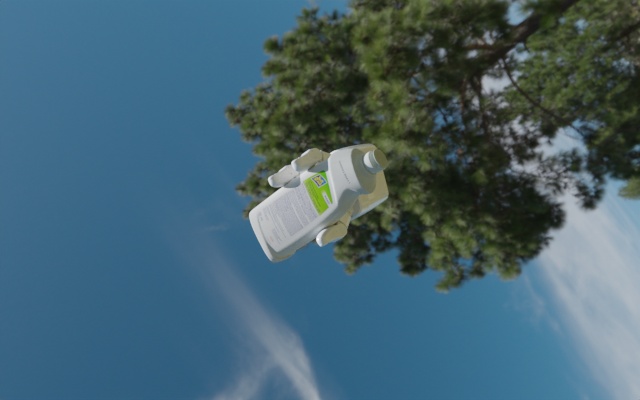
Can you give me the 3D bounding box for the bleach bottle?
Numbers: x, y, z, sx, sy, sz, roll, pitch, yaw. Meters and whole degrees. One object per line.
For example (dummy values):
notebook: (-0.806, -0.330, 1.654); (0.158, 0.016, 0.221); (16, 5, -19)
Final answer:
bleach bottle: (0.000, 0.002, 0.718); (0.251, 0.102, 0.068); (-31, -6, 38)
